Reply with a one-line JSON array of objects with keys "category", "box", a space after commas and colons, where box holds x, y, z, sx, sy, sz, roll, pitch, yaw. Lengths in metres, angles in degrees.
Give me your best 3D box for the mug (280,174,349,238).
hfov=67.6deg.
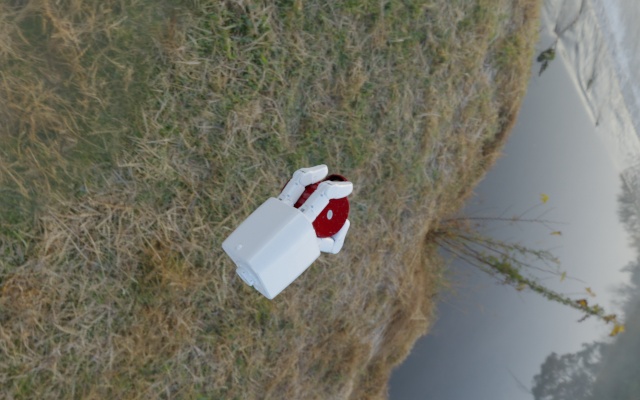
[{"category": "mug", "box": [0.001, 0.002, 0.774, 0.117, 0.093, 0.081, -44, 41, -20]}]
